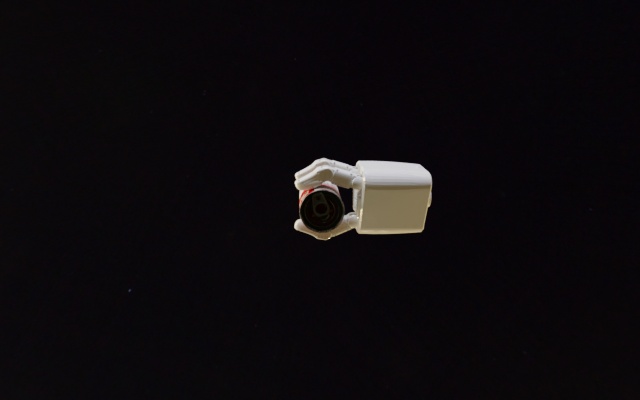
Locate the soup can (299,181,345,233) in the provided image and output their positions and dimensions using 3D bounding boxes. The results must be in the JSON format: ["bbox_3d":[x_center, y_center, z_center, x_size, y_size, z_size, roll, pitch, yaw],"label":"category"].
[{"bbox_3d":[0.000,0.003,0.761,0.068,0.068,0.102,0,17,-3],"label":"soup can"}]
